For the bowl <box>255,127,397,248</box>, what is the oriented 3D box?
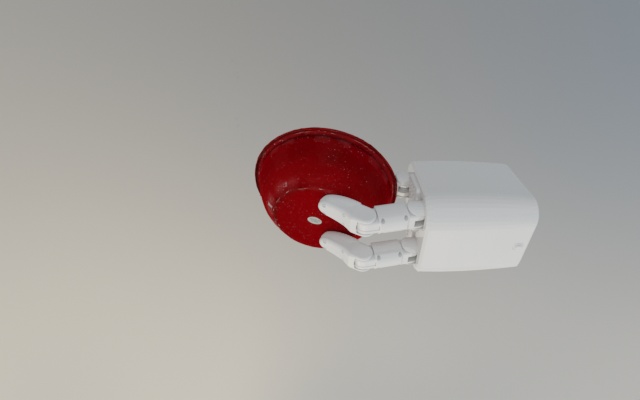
[{"bbox_3d":[-0.001,0.002,0.518,0.162,0.162,0.055,0,44,15],"label":"bowl"}]
